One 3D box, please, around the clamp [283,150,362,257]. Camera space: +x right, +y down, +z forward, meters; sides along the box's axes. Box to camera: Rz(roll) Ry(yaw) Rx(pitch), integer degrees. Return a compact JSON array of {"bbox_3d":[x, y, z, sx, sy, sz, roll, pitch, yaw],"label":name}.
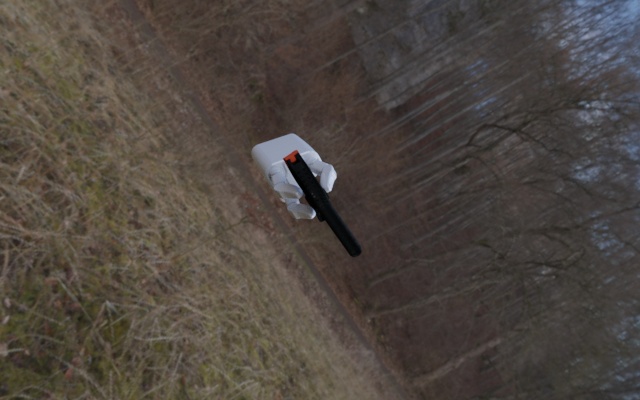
[{"bbox_3d":[0.000,0.002,0.849,0.036,0.210,0.164,-36,39,-7],"label":"clamp"}]
